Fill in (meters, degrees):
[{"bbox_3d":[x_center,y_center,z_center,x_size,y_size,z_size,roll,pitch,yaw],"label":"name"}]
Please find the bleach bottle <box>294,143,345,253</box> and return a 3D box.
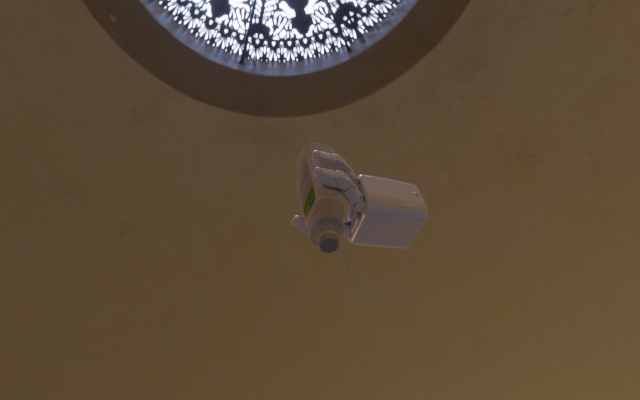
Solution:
[{"bbox_3d":[0.000,0.002,0.786,0.068,0.103,0.250,9,32,-11],"label":"bleach bottle"}]
